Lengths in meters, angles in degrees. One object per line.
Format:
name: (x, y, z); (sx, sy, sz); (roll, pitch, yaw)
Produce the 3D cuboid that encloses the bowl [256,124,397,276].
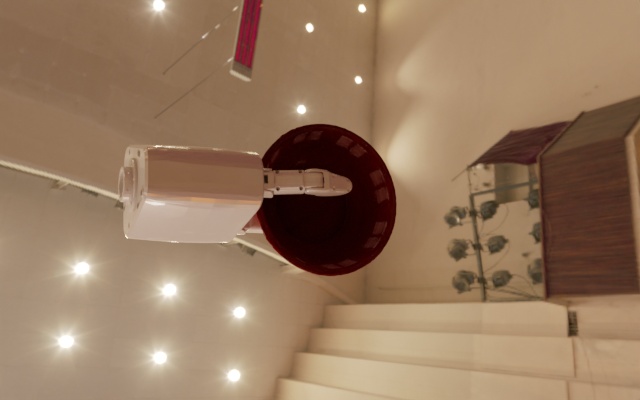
bowl: (0.001, 0.002, 0.520); (0.162, 0.162, 0.055); (0, -11, -22)
